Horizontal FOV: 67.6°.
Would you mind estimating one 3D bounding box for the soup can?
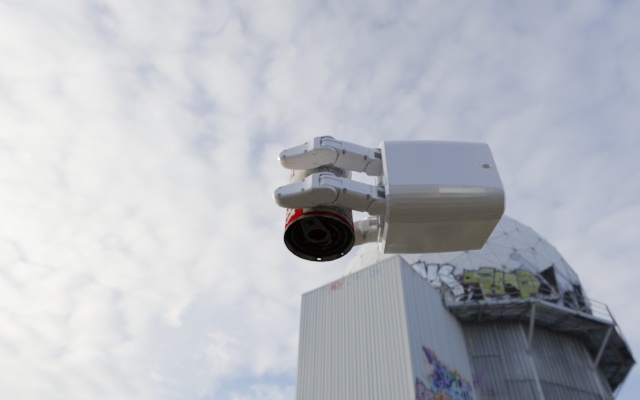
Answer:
[{"bbox_3d":[0.000,0.001,0.485,0.068,0.102,0.069,1,-45,1],"label":"soup can"}]
